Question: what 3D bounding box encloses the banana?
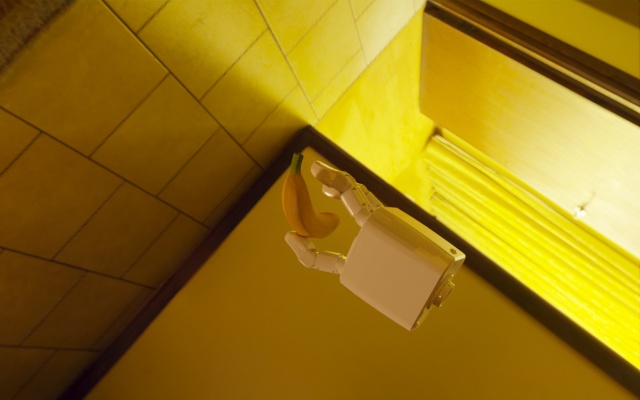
[{"bbox_3d":[-0.011,0.016,0.626,0.037,0.069,0.198,29,-14,24],"label":"banana"}]
